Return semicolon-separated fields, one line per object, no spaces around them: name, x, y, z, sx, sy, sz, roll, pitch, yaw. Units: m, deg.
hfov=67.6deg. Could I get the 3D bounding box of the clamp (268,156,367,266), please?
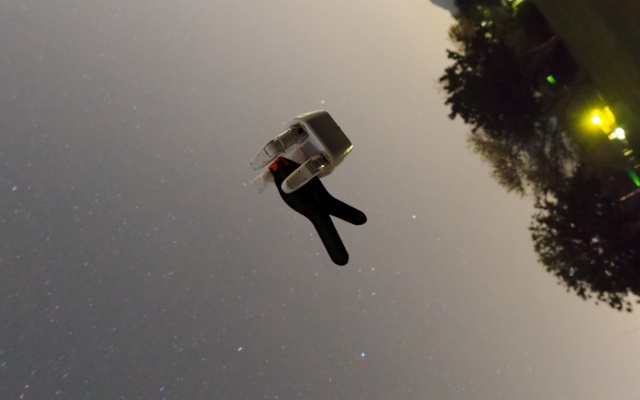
clamp;0.000;0.002;0.684;0.039;0.171;0.120;-37;3;28
